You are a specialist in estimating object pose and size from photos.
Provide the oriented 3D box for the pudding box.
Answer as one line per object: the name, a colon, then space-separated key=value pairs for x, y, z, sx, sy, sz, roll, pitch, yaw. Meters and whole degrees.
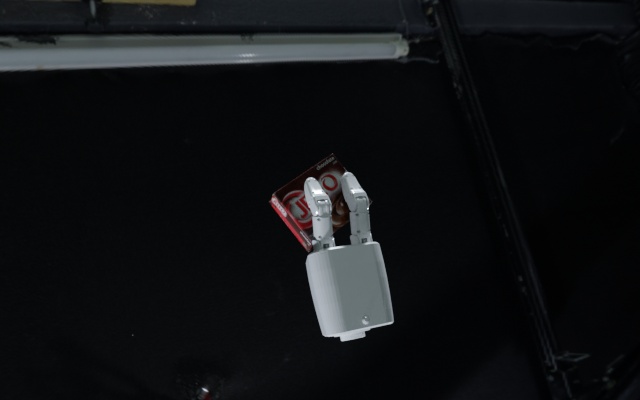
pudding box: x=0.000 y=0.002 z=0.657 sx=0.113 sy=0.090 sz=0.039 roll=-36 pitch=-5 yaw=-28
